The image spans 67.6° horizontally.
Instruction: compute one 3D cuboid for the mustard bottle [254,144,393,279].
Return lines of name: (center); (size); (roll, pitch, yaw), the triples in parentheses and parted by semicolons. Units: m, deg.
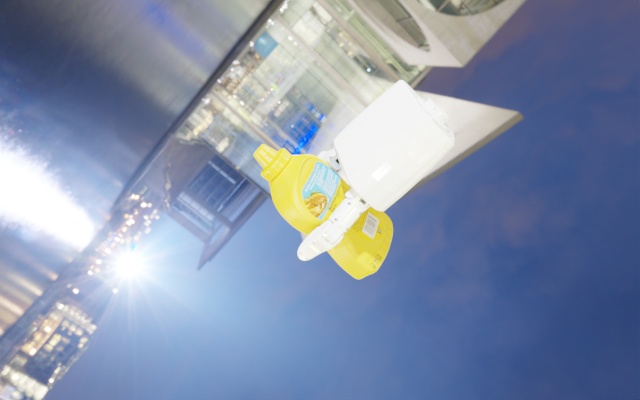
mustard bottle: (0.000, 0.002, 0.564); (0.192, 0.096, 0.058); (41, -44, -17)
